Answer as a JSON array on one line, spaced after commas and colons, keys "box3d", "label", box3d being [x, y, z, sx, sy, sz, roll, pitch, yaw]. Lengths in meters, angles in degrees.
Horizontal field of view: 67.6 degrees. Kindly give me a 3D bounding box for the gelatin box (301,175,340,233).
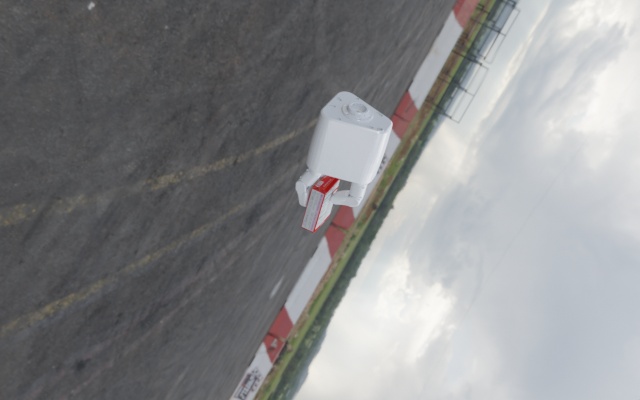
[{"box3d": [0.000, 0.003, 0.854, 0.030, 0.089, 0.073, 23, 31, 13], "label": "gelatin box"}]
